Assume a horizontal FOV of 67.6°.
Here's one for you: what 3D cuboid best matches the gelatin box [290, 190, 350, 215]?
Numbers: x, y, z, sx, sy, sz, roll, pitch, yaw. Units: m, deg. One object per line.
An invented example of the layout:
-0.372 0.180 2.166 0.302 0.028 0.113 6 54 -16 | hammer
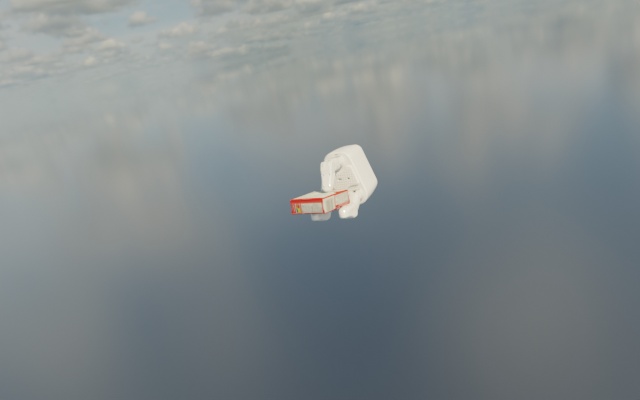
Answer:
0.000 0.002 0.868 0.073 0.030 0.089 -2 10 35 | gelatin box
